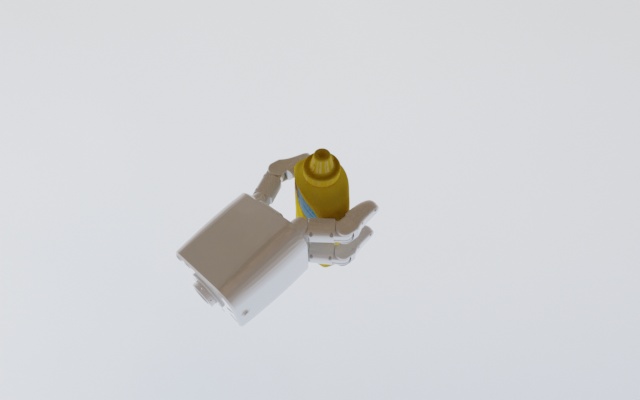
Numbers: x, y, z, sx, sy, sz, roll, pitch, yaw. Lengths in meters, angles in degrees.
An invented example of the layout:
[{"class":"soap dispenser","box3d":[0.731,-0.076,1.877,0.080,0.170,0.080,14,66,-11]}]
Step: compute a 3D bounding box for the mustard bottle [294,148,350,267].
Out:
[{"class":"mustard bottle","box3d":[0.000,0.002,0.579,0.058,0.096,0.192,-20,-29,-12]}]
